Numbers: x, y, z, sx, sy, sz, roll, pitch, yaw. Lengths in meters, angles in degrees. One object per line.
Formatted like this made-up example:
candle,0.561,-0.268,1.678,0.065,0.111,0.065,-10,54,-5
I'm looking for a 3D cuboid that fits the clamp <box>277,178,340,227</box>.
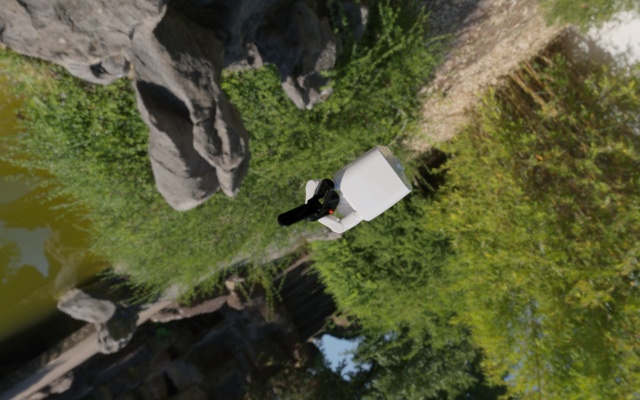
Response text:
clamp,0.000,0.003,0.883,0.120,0.039,0.171,-35,-10,21
